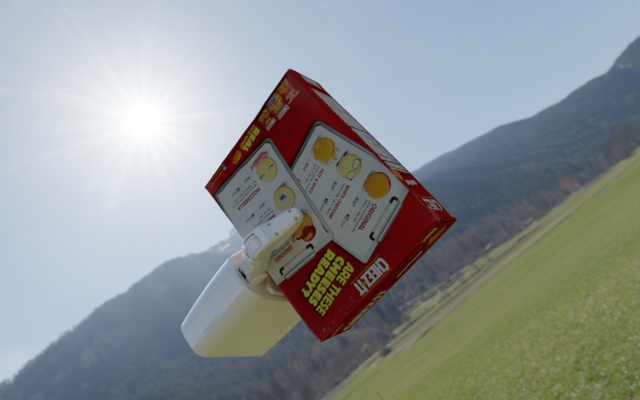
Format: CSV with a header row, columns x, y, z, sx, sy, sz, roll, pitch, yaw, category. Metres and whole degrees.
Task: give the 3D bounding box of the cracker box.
x,y,z,sx,sy,sz,roll,pitch,yaw,category
0.000,0.001,0.481,0.213,0.164,0.072,49,22,22,cracker box
